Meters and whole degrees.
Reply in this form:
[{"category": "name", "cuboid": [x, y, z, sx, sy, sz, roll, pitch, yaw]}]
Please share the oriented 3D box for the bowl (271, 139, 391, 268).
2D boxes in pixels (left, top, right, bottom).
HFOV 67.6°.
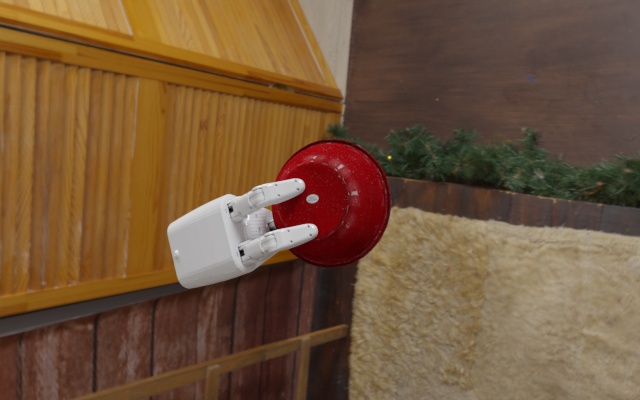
[{"category": "bowl", "cuboid": [0.001, 0.001, 0.573, 0.162, 0.162, 0.055, 0, -3, 23]}]
